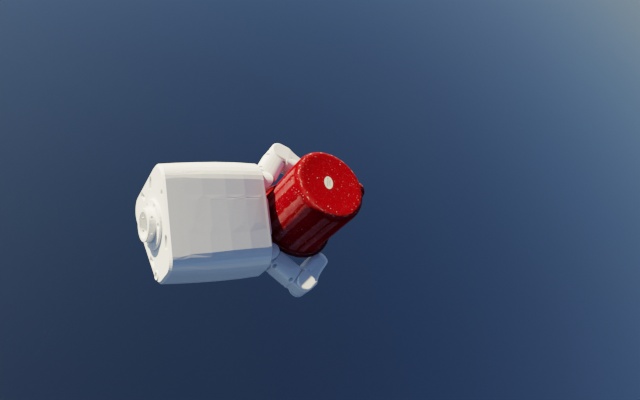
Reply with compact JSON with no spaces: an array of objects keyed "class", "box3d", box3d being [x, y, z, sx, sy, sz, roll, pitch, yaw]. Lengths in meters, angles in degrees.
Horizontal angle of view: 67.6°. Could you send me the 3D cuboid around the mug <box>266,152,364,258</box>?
[{"class":"mug","box3d":[0.001,0.002,0.518,0.117,0.093,0.081,-5,-26,-38]}]
